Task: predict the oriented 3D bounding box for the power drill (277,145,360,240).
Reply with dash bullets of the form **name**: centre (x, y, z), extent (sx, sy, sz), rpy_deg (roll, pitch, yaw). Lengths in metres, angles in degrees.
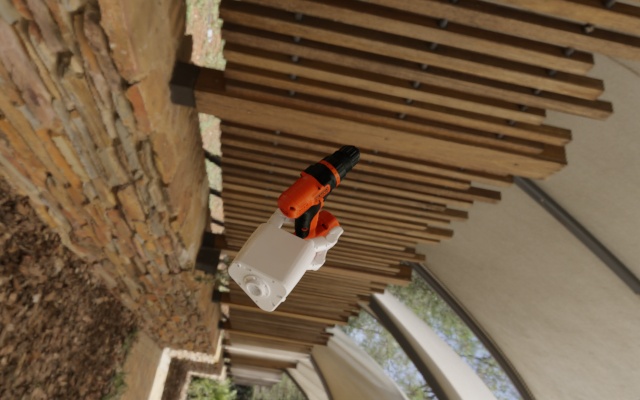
- **power drill**: centre (0.000, 0.003, 0.870), extent (0.057, 0.188, 0.184), rpy_deg (38, 61, 26)
